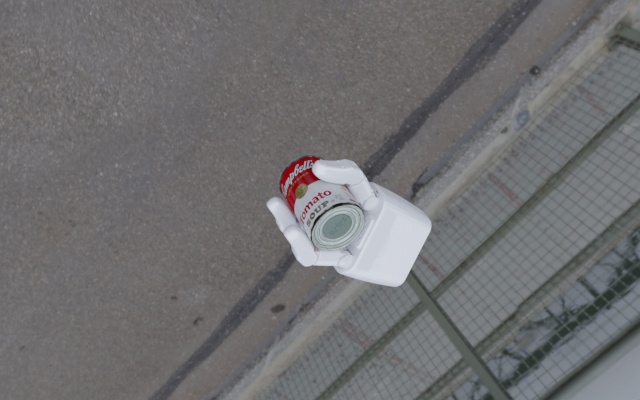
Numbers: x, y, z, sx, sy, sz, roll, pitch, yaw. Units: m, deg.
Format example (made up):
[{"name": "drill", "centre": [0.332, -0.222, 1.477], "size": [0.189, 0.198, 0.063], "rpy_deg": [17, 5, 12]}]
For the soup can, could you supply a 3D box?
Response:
[{"name": "soup can", "centre": [0.000, 0.002, 0.554], "size": [0.068, 0.068, 0.102], "rpy_deg": [0, 35, -29]}]
